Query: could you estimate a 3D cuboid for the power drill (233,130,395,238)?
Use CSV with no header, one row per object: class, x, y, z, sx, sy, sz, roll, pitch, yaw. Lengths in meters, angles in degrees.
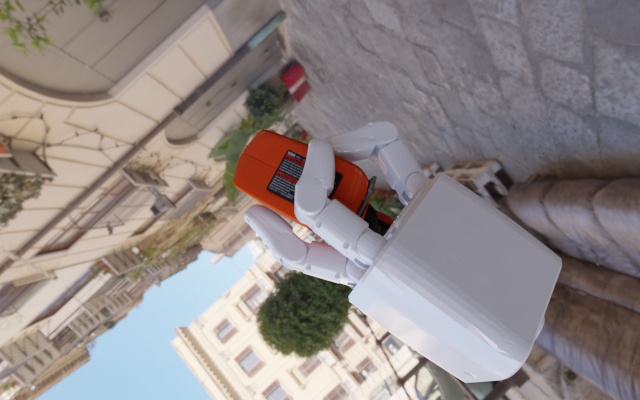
power drill,0.000,0.001,0.437,0.184,0.057,0.188,23,-5,25
